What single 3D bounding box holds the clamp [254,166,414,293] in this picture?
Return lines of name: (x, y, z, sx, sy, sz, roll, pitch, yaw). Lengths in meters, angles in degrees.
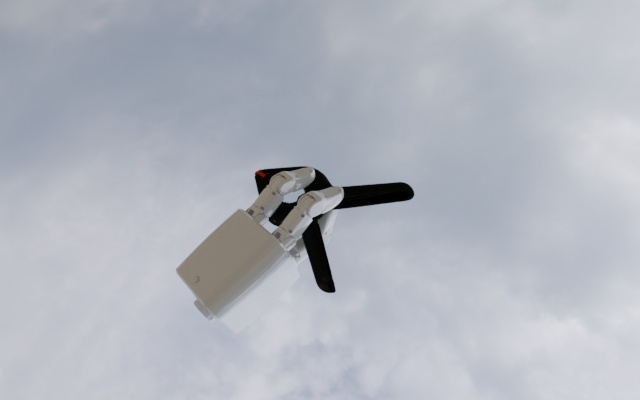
clamp: (0.000, 0.002, 0.600, 0.210, 0.164, 0.036, 35, -21, 38)
